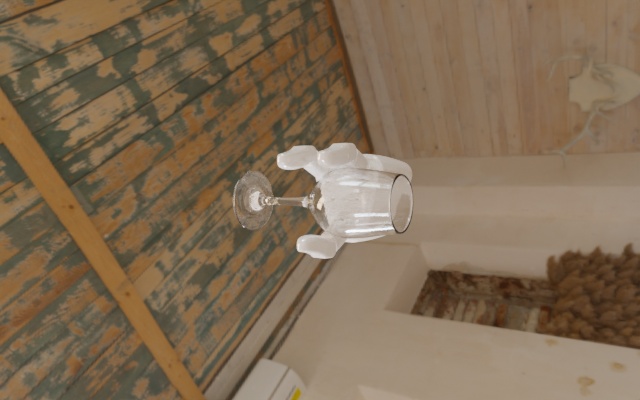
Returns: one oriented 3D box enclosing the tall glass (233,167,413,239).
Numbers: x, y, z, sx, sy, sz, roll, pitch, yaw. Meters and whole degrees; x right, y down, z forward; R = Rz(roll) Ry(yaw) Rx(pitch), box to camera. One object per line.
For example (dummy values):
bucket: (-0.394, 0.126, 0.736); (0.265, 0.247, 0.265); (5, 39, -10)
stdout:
tall glass: (-0.001, 0.002, 0.542); (0.201, 0.079, 0.079); (1, 1, 33)
